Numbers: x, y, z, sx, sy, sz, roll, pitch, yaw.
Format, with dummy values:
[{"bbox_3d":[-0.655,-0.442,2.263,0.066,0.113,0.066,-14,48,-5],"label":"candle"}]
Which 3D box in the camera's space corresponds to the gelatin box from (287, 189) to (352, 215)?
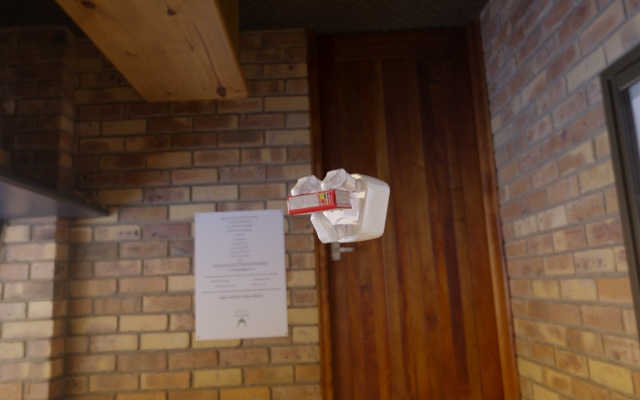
[{"bbox_3d":[0.000,0.003,0.712,0.073,0.030,0.089,-8,-3,18],"label":"gelatin box"}]
